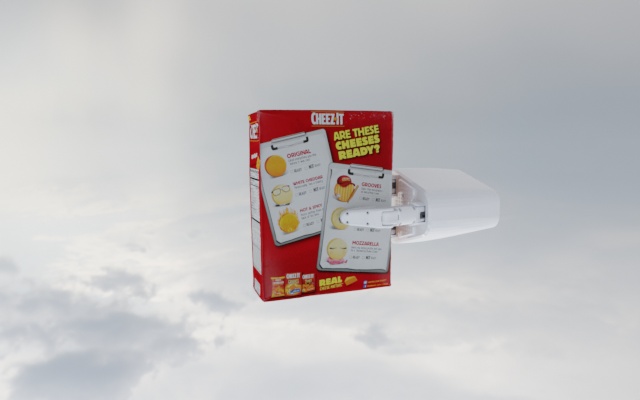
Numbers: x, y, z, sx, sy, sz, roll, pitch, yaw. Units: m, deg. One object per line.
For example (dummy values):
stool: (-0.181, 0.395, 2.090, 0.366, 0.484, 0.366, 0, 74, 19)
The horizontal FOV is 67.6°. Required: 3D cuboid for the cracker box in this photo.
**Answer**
cracker box: (0.000, 0.002, 0.573, 0.164, 0.214, 0.072, -3, 7, -20)
